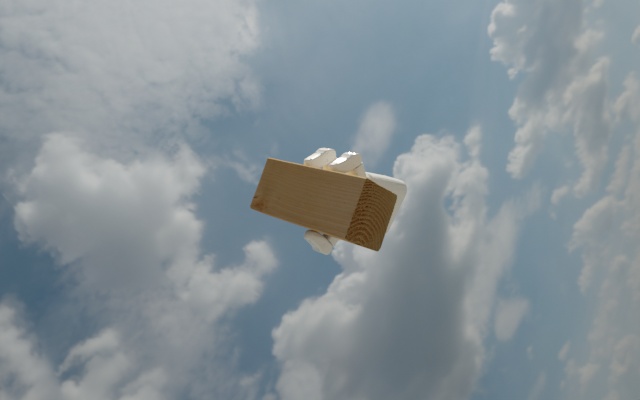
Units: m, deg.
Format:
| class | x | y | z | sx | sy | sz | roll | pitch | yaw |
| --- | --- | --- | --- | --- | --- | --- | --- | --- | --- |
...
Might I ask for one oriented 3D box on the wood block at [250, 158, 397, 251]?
| class | x | y | z | sx | sy | sz | roll | pitch | yaw |
| --- | --- | --- | --- | --- | --- | --- | --- | --- | --- |
| wood block | 0.000 | 0.003 | 0.739 | 0.206 | 0.091 | 0.090 | 15 | -6 | 42 |
